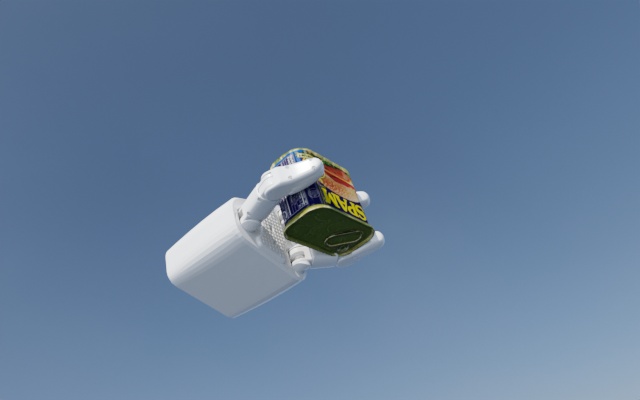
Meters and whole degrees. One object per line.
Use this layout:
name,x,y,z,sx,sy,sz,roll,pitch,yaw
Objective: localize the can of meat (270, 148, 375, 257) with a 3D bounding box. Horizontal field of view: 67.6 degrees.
can of meat,0.000,0.001,0.497,0.057,0.084,0.102,-38,-40,25
